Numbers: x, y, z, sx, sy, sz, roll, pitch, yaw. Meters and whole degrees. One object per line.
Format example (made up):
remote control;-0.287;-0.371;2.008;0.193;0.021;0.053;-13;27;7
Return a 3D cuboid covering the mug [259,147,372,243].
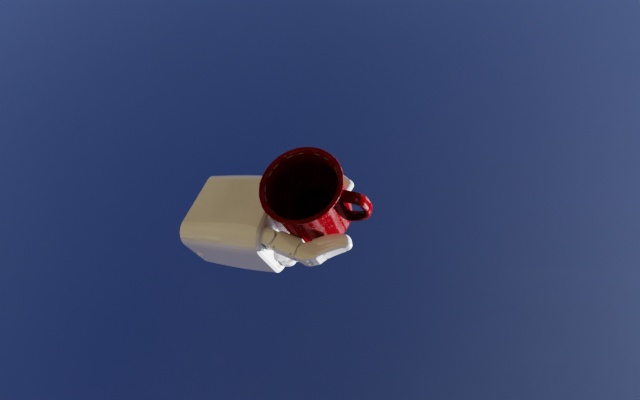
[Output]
mug;0.002;0.002;0.529;0.117;0.093;0.081;5;-25;19
